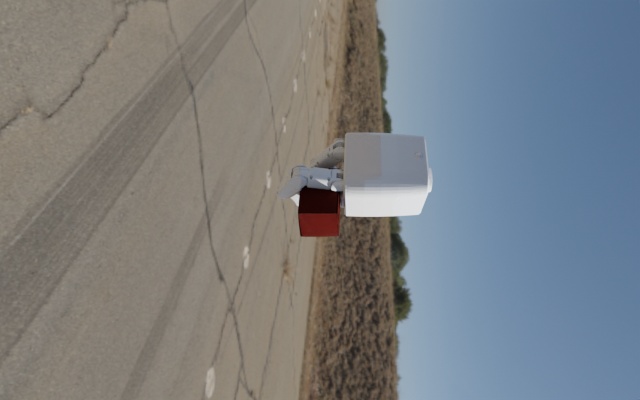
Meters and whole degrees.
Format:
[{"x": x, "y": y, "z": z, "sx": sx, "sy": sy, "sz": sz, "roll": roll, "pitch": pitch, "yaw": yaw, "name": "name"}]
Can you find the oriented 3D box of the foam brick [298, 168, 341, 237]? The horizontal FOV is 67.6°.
[{"x": 0.000, "y": 0.002, "z": 0.626, "sx": 0.051, "sy": 0.078, "sz": 0.053, "roll": 1, "pitch": -37, "yaw": 4, "name": "foam brick"}]
